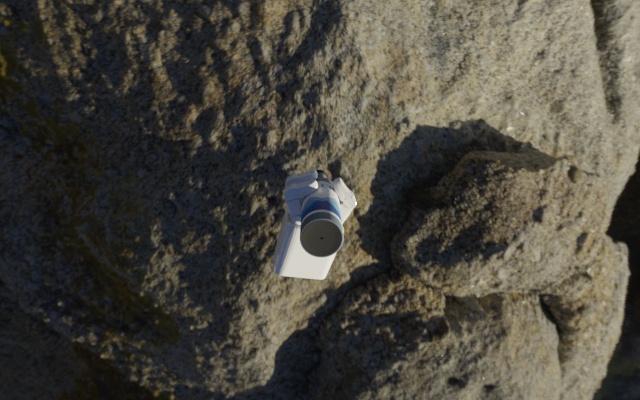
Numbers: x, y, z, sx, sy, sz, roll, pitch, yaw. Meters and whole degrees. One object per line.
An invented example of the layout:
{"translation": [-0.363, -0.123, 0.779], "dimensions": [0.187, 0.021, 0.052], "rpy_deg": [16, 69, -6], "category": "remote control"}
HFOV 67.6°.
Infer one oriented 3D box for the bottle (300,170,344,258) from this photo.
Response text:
{"translation": [0.000, 0.003, 0.854], "dimensions": [0.069, 0.069, 0.295], "rpy_deg": [0, 22, -1], "category": "bottle"}
